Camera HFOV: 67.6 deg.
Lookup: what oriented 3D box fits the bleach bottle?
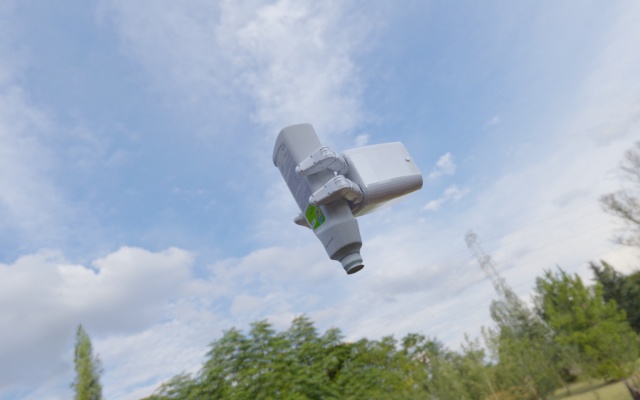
[{"bbox_3d":[0.000,0.002,0.742,0.068,0.250,0.103,-14,-29,-22],"label":"bleach bottle"}]
